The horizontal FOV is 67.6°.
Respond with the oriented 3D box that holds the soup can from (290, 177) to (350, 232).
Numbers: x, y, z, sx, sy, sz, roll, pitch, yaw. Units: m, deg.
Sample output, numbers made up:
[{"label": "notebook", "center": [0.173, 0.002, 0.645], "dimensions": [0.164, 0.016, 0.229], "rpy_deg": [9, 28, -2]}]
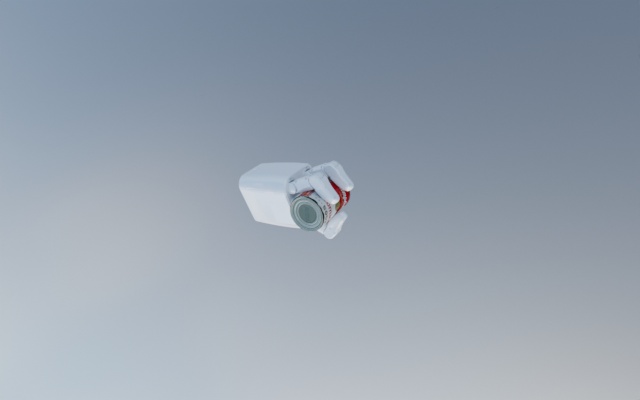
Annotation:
[{"label": "soup can", "center": [0.000, 0.003, 0.836], "dimensions": [0.068, 0.068, 0.102], "rpy_deg": [0, 24, 32]}]
